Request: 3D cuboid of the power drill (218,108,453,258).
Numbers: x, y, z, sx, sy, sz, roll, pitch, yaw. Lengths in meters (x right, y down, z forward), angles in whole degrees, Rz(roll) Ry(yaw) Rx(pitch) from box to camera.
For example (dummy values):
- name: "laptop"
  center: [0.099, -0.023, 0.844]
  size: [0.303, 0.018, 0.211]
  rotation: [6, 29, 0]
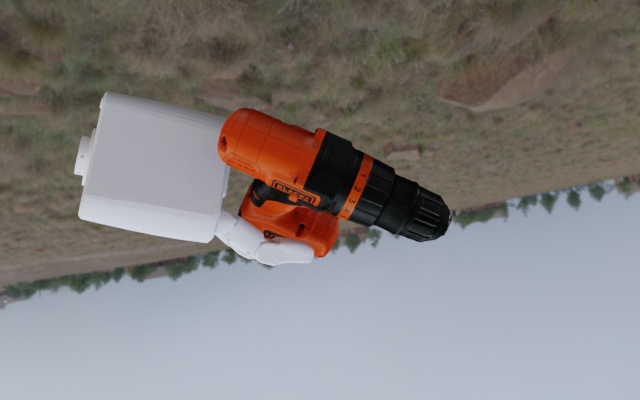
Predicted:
- name: "power drill"
  center: [0.000, 0.001, 0.423]
  size: [0.184, 0.057, 0.188]
  rotation: [25, -21, -4]
